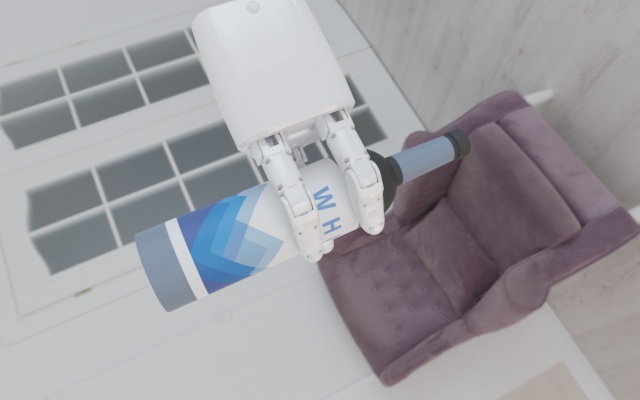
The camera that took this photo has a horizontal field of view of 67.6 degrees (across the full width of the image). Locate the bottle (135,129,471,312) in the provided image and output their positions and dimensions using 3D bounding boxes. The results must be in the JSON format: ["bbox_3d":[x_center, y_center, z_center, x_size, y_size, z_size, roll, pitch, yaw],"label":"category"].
[{"bbox_3d":[0.000,0.002,0.408,0.295,0.069,0.069,-23,6,-14],"label":"bottle"}]
